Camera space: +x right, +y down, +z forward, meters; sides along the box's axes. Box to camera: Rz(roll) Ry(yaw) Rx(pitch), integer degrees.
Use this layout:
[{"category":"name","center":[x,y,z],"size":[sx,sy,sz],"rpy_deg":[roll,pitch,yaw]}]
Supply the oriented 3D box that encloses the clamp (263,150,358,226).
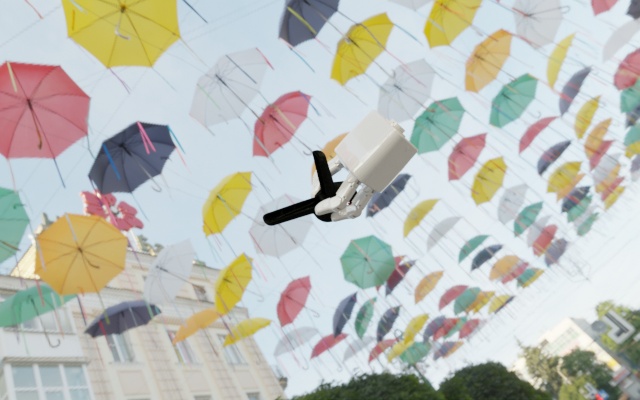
[{"category":"clamp","center":[0.000,0.002,0.888],"size":[0.210,0.164,0.036],"rpy_deg":[26,23,-52]}]
